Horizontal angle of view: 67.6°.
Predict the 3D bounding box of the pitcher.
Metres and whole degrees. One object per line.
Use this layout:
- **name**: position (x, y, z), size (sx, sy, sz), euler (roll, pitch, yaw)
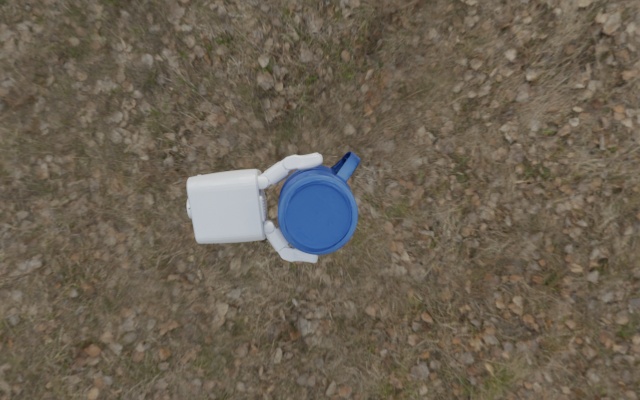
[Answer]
- **pitcher**: position (0.000, 0.003, 0.743), size (0.145, 0.149, 0.243), euler (-6, 4, -1)
